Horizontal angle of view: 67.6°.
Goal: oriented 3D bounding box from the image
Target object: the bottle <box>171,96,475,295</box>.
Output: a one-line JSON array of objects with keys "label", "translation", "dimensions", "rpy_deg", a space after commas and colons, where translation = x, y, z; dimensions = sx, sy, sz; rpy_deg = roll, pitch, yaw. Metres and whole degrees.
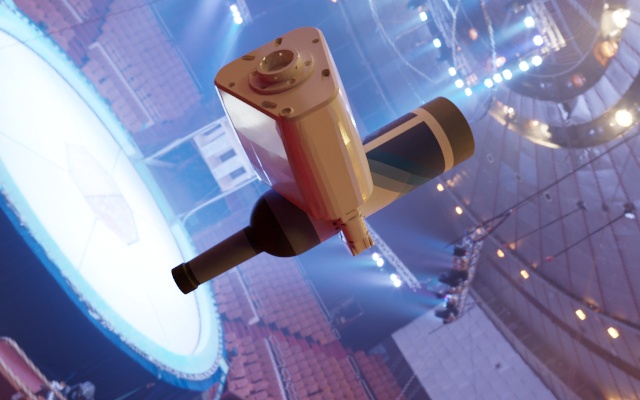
[{"label": "bottle", "translation": [0.000, 0.001, 0.443], "dimensions": [0.295, 0.069, 0.069], "rpy_deg": [-29, 3, -6]}]
